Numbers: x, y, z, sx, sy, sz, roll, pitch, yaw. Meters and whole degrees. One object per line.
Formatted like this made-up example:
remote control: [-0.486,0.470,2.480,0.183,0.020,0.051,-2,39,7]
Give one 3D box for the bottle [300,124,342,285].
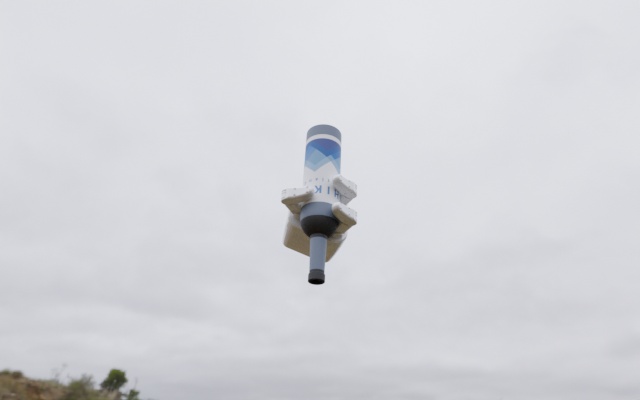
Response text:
bottle: [0.000,0.002,0.828,0.069,0.295,0.069,2,-31,1]
